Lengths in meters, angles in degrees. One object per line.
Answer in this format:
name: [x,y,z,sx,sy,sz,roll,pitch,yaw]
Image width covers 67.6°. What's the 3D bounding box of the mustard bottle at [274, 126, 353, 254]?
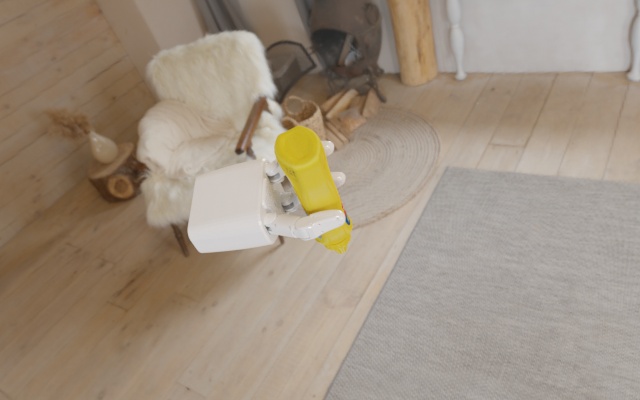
mustard bottle: [0.000,0.002,0.630,0.058,0.192,0.096,-26,38,-4]
